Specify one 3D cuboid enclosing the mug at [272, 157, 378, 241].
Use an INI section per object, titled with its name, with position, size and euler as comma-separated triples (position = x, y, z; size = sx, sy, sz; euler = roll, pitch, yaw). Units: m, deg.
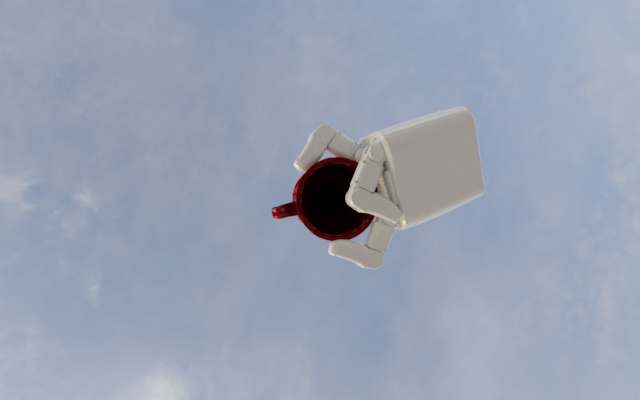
[mug]
position = -0.001, 0.002, 0.559
size = 0.117, 0.093, 0.081
euler = -17, 4, -10
